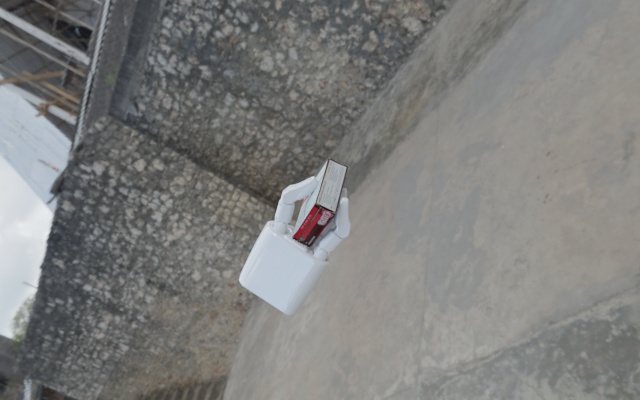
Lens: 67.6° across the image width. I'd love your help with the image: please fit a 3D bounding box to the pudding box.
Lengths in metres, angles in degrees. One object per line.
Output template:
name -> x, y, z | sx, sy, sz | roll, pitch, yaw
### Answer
pudding box -> 0.000, 0.002, 0.734 | 0.039, 0.113, 0.090 | 26, -47, -11
